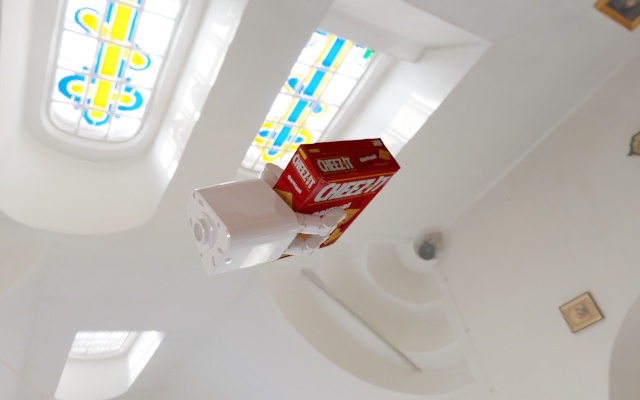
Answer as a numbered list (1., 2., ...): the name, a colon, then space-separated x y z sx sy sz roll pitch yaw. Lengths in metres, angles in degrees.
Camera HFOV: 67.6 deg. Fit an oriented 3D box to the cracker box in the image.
1. cracker box: 0.000 0.002 0.740 0.164 0.072 0.214 -11 -30 -41
